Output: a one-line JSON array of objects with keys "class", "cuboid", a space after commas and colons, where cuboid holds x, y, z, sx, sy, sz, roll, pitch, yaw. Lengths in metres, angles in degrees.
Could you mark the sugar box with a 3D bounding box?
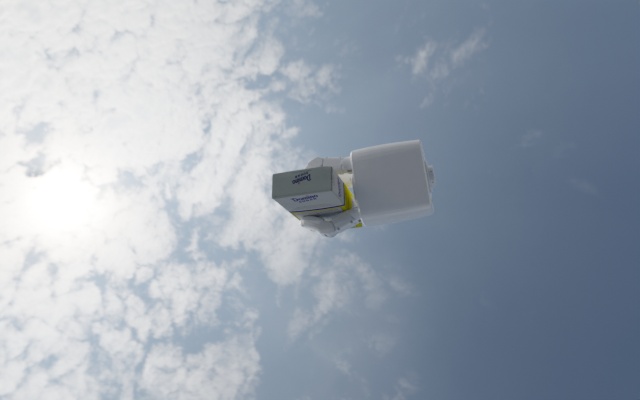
[{"class": "sugar box", "cuboid": [0.000, 0.002, 0.745, 0.093, 0.048, 0.176, -7, -24, 16]}]
